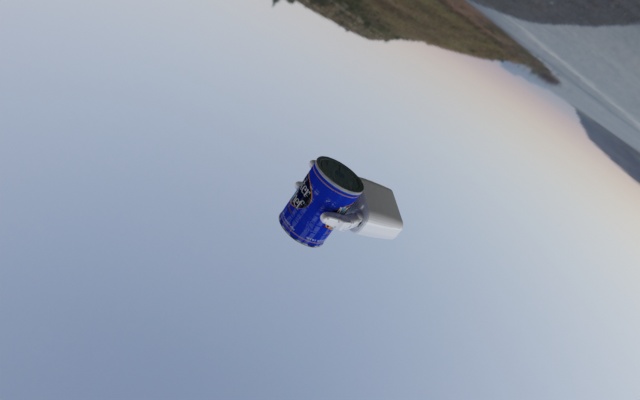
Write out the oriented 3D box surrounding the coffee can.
[{"bbox_3d":[0.000,0.003,0.892,0.103,0.140,0.102,28,26,-15],"label":"coffee can"}]
